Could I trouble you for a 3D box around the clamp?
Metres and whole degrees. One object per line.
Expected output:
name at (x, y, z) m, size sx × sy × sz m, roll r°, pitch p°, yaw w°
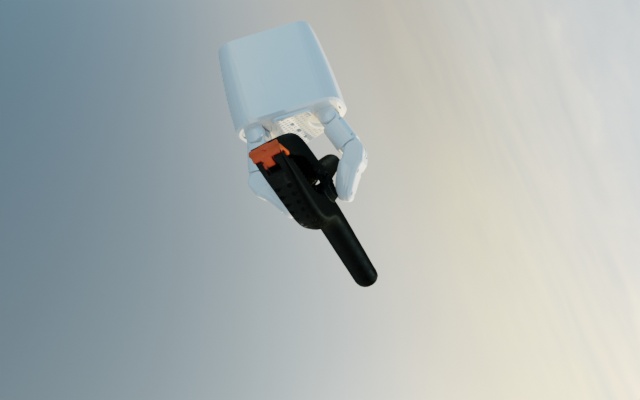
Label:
clamp at (0.001, 0.001, 0.464) m, size 0.036 × 0.164 × 0.210 m, roll -25°, pitch -20°, yaw 15°
